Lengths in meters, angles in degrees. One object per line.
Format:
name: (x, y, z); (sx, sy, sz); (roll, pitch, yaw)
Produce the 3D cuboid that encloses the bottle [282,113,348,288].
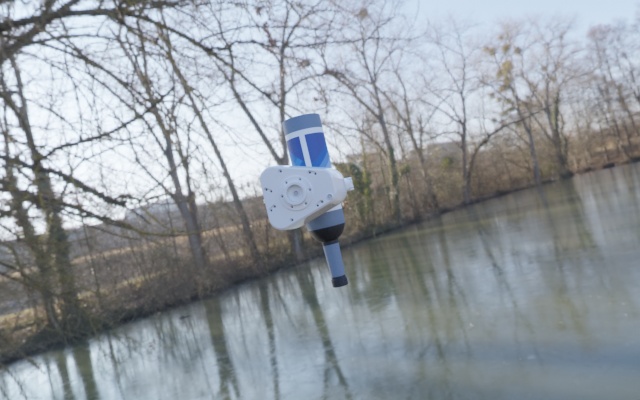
bottle: (0.000, 0.002, 0.819); (0.069, 0.295, 0.069); (-13, -1, 0)
